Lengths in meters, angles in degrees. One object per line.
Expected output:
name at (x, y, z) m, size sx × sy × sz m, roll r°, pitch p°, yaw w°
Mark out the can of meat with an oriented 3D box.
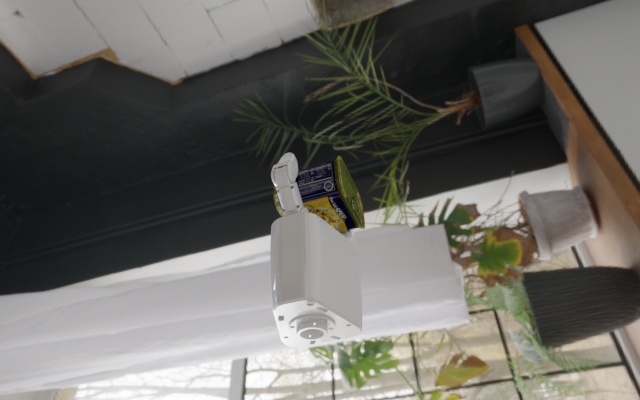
can of meat at (0.000, 0.002, 0.582) m, size 0.084 × 0.057 × 0.102 m, roll -15°, pitch -38°, yaw 14°
